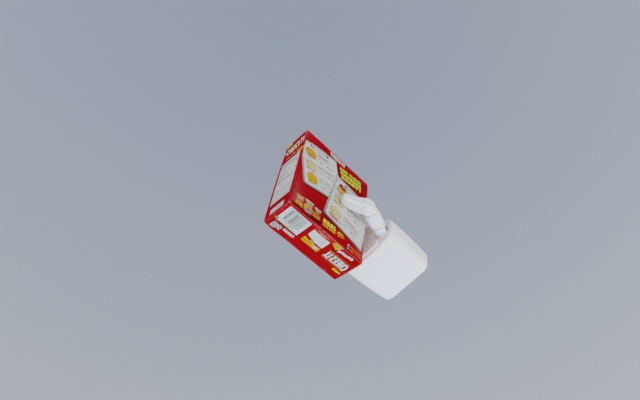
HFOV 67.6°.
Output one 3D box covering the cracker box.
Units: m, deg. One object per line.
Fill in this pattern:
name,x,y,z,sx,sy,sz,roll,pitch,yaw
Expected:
cracker box,0.000,0.003,0.817,0.072,0.213,0.164,-36,-64,29
